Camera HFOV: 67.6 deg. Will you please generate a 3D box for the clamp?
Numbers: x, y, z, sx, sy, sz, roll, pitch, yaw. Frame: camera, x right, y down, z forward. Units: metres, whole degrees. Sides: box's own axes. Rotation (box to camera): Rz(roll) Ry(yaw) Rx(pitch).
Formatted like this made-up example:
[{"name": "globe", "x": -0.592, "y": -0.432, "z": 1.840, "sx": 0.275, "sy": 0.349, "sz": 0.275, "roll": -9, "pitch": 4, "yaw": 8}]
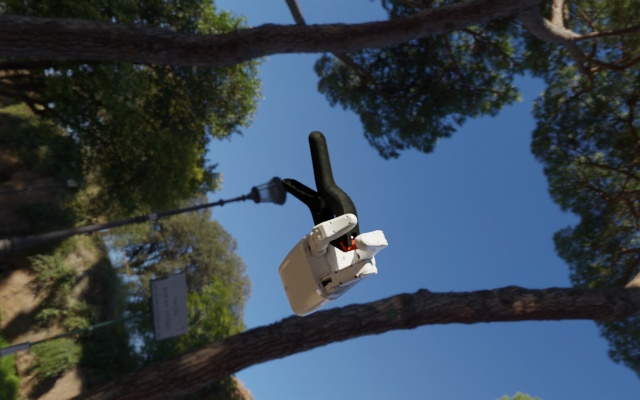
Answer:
[{"name": "clamp", "x": 0.001, "y": 0.002, "z": 0.674, "sx": 0.039, "sy": 0.171, "sz": 0.120, "roll": -11, "pitch": -21, "yaw": -30}]
